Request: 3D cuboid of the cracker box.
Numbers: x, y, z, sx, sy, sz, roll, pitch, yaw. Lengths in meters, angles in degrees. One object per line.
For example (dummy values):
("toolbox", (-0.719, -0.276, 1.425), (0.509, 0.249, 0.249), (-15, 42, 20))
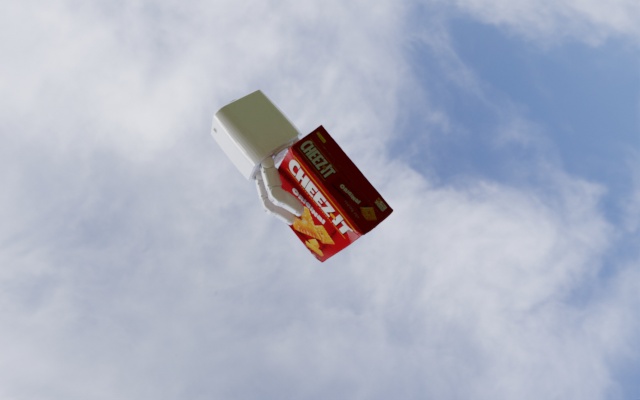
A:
("cracker box", (0.000, 0.002, 0.762), (0.072, 0.164, 0.214), (-39, -4, -24))
